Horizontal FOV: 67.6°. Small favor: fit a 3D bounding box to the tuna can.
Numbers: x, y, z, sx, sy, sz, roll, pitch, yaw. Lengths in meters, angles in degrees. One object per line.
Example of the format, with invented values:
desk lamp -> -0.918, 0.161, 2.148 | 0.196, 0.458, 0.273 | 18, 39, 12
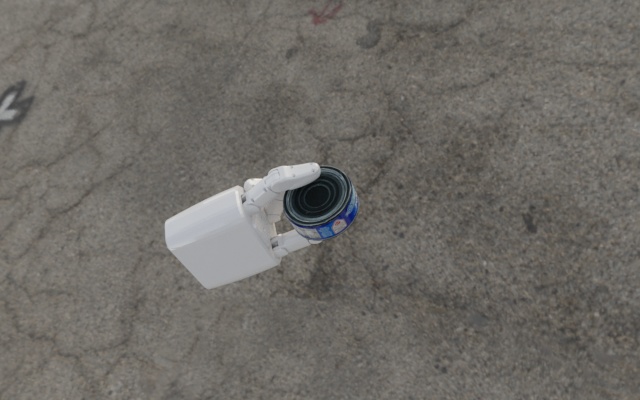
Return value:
tuna can -> 0.000, 0.001, 0.555 | 0.086, 0.086, 0.034 | 0, -33, 22
